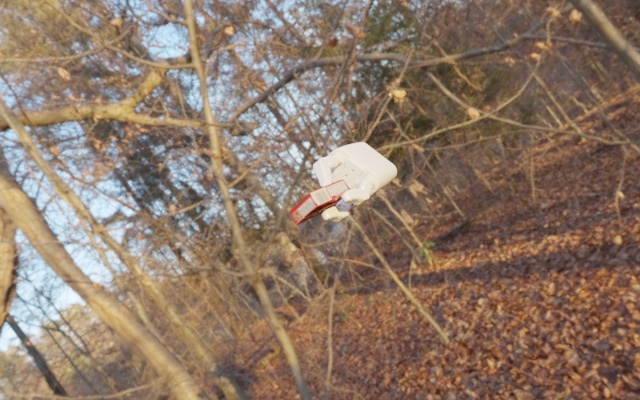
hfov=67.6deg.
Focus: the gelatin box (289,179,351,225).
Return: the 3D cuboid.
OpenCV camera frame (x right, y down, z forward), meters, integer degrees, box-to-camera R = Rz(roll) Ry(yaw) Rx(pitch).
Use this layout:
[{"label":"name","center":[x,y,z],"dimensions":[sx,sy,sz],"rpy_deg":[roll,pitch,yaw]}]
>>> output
[{"label":"gelatin box","center":[0.000,0.002,0.827],"dimensions":[0.089,0.030,0.073],"rpy_deg":[-23,-12,-43]}]
